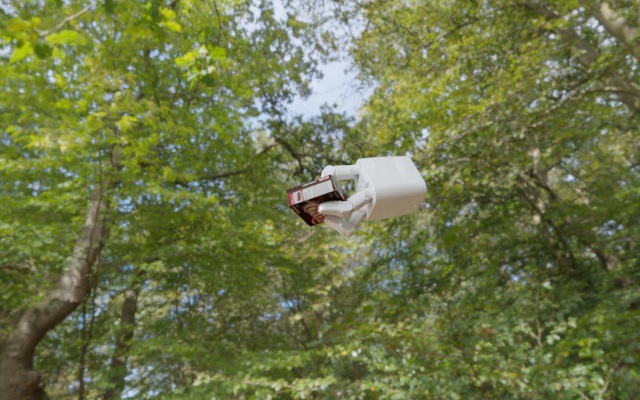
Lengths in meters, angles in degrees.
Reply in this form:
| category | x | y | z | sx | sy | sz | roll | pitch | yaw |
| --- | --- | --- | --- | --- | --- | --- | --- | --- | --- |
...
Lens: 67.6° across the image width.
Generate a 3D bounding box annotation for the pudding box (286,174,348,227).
| category | x | y | z | sx | sy | sz | roll | pitch | yaw |
| --- | --- | --- | --- | --- | --- | --- | --- | --- | --- |
| pudding box | 0.000 | 0.003 | 0.872 | 0.090 | 0.039 | 0.113 | -20 | -29 | 11 |
